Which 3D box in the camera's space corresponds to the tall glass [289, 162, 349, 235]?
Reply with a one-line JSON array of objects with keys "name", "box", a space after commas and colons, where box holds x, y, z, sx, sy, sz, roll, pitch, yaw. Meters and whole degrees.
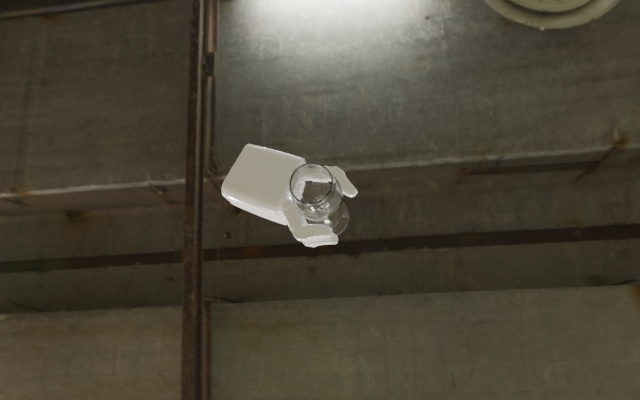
[{"name": "tall glass", "box": [0.000, 0.003, 0.763, 0.079, 0.079, 0.201, 0, -16, 8]}]
